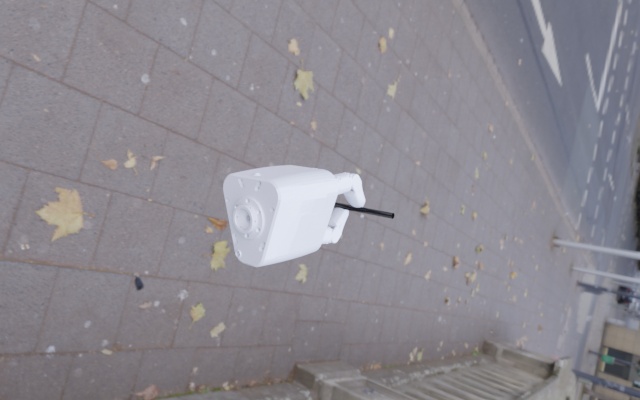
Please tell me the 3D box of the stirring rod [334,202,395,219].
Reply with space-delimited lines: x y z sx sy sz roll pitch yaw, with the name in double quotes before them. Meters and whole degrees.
"stirring rod" 0.000 0.002 0.701 0.239 0.011 0.011 11 6 36
